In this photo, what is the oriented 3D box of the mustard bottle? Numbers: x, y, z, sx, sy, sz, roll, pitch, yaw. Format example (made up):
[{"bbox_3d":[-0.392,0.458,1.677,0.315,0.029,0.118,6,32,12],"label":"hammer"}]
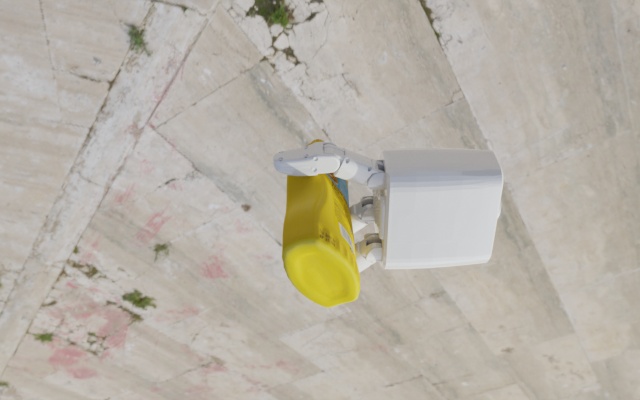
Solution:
[{"bbox_3d":[0.000,0.002,0.473,0.058,0.191,0.096,-20,-49,17],"label":"mustard bottle"}]
